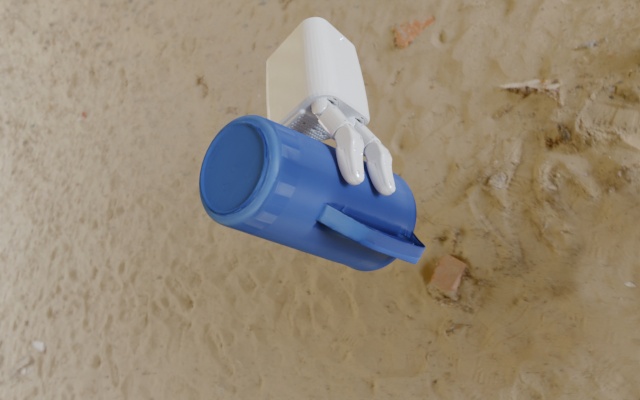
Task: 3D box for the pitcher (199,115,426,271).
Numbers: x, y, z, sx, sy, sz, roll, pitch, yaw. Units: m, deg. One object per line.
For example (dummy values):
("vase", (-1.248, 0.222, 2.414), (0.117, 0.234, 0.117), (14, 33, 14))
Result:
("pitcher", (0.000, 0.002, 0.519), (0.149, 0.145, 0.243), (-20, -25, 33))
